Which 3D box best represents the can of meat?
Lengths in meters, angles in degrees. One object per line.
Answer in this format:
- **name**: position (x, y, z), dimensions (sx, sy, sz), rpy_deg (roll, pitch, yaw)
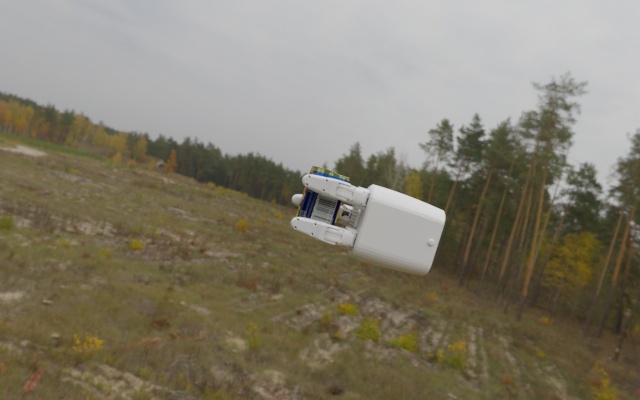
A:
- **can of meat**: position (0.000, 0.002, 0.649), dimensions (0.057, 0.084, 0.102), rpy_deg (18, 0, -3)
